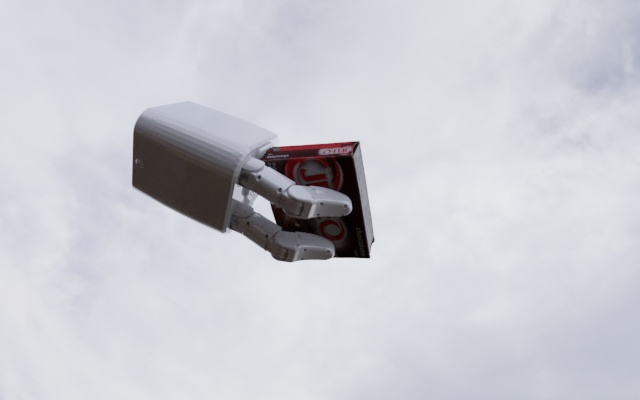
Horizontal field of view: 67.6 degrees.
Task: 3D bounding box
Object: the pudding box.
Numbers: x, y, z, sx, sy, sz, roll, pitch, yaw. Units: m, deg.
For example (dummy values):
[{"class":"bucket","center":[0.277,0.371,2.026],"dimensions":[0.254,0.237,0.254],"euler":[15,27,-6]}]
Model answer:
[{"class":"pudding box","center":[0.000,0.001,0.459],"dimensions":[0.090,0.114,0.039],"euler":[-1,32,20]}]
